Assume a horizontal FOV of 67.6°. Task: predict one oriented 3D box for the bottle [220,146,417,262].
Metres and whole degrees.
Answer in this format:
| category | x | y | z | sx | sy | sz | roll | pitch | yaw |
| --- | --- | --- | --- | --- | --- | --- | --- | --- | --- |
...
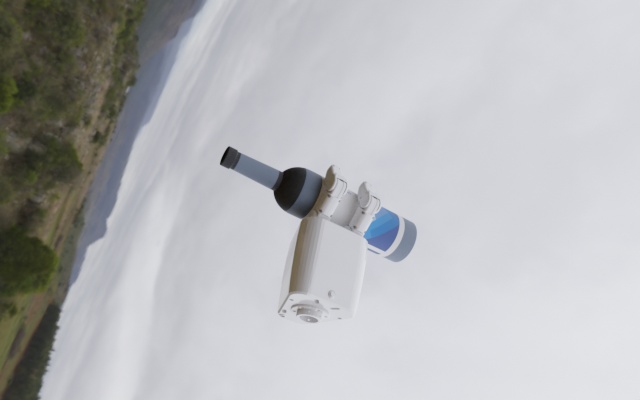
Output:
| category | x | y | z | sx | sy | sz | roll | pitch | yaw |
| --- | --- | --- | --- | --- | --- | --- | --- | --- | --- |
| bottle | 0.000 | 0.002 | 0.664 | 0.296 | 0.069 | 0.069 | 26 | -10 | -21 |
